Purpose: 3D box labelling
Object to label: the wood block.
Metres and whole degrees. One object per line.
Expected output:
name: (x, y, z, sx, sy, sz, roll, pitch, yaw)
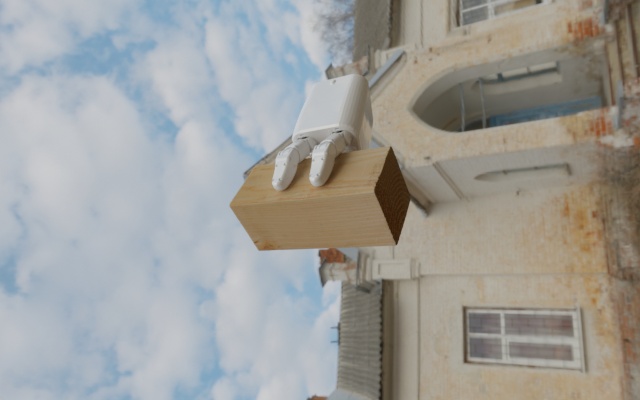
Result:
wood block: (0.000, 0.002, 0.626, 0.206, 0.091, 0.090, -6, 39, 30)
